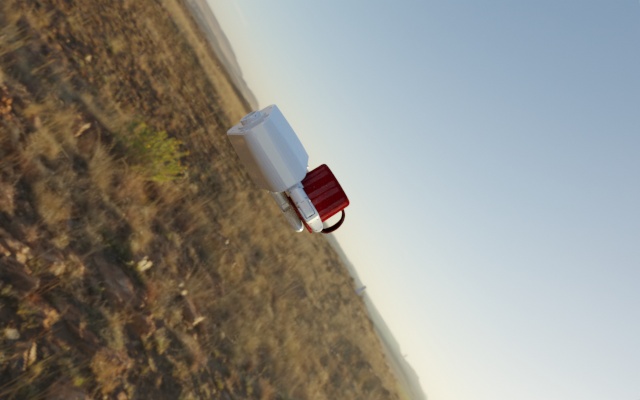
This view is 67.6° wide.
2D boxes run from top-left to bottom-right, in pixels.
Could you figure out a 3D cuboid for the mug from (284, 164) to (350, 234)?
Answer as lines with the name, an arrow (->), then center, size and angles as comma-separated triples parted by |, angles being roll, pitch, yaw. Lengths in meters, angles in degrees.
mug -> 0.001, 0.004, 0.780 | 0.081, 0.117, 0.093 | -32, 23, 0
